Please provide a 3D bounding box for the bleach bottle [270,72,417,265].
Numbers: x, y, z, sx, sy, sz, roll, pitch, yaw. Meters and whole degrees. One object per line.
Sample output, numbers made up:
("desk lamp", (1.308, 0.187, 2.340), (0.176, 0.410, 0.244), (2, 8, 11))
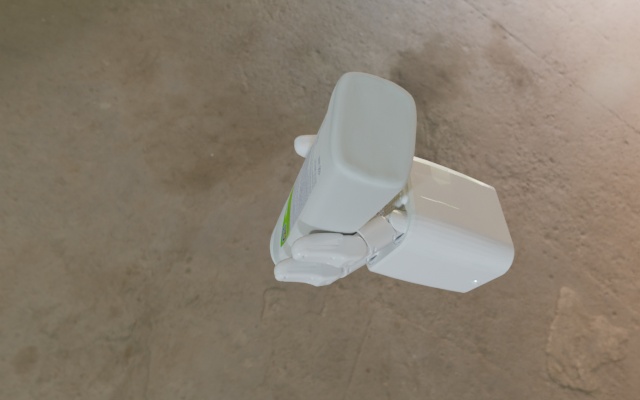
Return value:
("bleach bottle", (0.000, 0.002, 0.446), (0.068, 0.102, 0.251), (16, -30, -12))
